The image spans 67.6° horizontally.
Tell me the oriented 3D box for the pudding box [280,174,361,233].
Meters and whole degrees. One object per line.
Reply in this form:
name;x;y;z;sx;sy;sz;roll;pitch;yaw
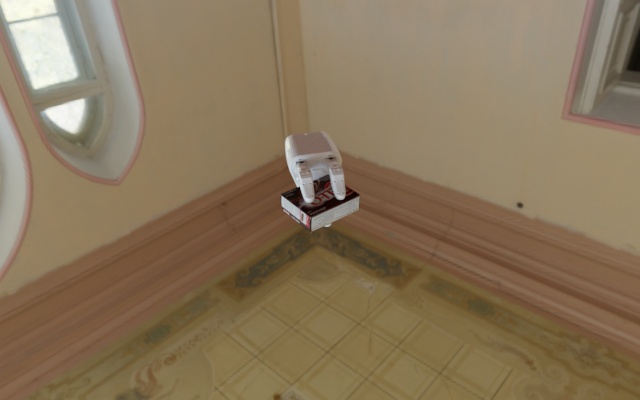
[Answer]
pudding box;0.000;0.003;0.841;0.113;0.039;0.090;-26;41;-29
